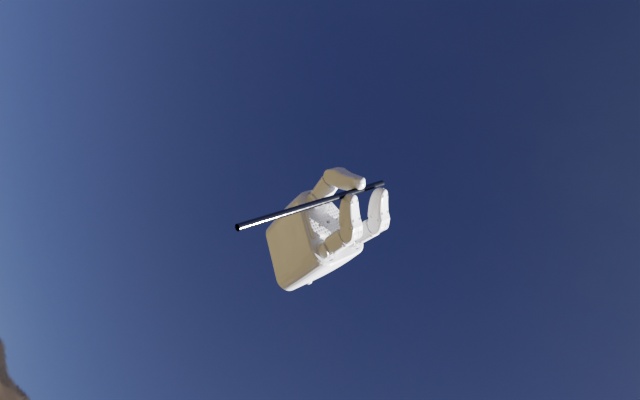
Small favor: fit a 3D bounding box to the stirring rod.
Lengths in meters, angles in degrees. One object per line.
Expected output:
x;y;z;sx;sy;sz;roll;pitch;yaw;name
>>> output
0.000;0.002;0.556;0.011;0.011;0.239;0;12;44;stirring rod
